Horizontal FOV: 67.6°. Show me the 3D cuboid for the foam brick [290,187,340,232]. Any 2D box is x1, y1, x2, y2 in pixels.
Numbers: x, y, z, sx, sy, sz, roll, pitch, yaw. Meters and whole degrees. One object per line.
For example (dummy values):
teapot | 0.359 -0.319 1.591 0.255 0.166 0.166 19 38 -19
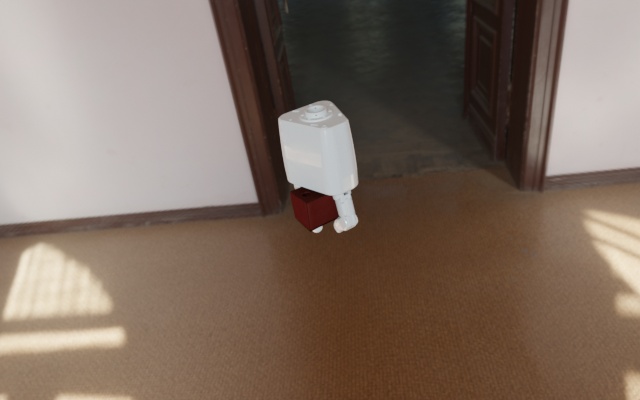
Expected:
foam brick | 0.000 0.003 0.744 0.078 0.051 0.053 -25 35 -23
